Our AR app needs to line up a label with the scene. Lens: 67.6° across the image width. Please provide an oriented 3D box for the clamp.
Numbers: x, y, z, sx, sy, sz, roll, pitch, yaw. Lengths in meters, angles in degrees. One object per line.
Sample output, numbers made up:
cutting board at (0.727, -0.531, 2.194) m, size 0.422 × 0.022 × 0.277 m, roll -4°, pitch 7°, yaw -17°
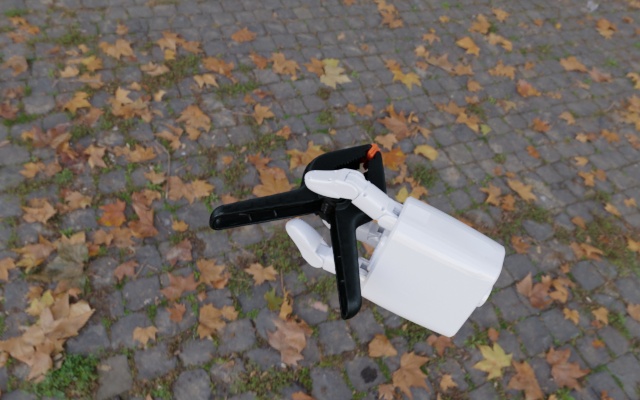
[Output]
clamp at (0.001, 0.001, 0.495) m, size 0.164 × 0.210 × 0.036 m, roll 28°, pitch -40°, yaw 5°
